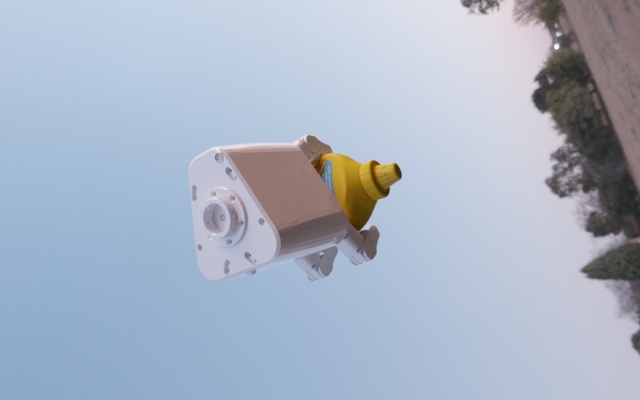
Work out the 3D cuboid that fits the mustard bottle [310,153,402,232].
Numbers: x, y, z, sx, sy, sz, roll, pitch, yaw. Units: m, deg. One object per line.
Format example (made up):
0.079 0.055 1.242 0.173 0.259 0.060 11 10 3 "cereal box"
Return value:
0.000 0.002 0.519 0.192 0.096 0.058 -23 -30 31 "mustard bottle"
